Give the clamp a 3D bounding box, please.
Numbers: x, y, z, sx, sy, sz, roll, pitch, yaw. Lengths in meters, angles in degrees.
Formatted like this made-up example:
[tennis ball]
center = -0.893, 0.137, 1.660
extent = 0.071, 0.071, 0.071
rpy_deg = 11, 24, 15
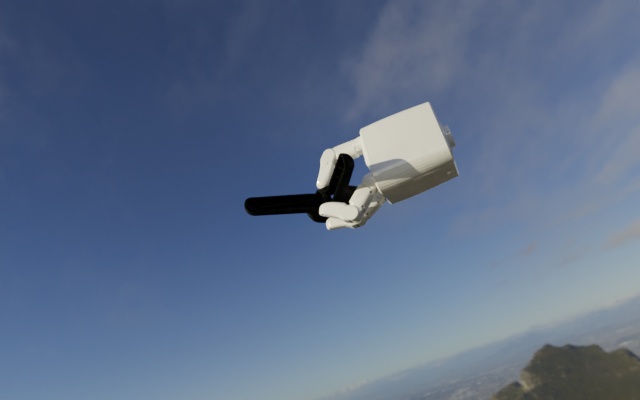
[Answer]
[clamp]
center = 0.000, 0.002, 0.695
extent = 0.164, 0.036, 0.210
rpy_deg = -21, -22, 16
